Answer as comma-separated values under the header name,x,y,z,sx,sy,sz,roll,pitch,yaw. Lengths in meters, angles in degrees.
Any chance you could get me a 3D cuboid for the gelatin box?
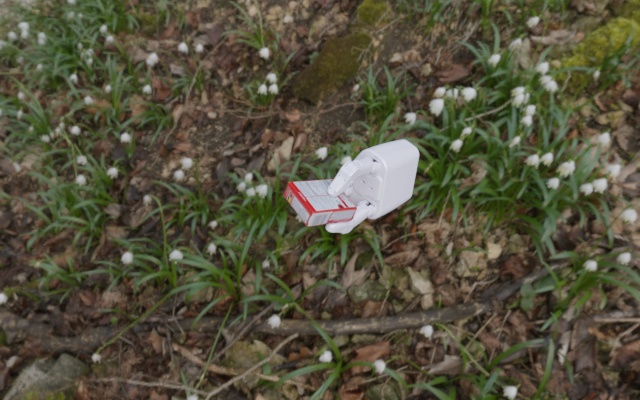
name,x,y,z,sx,sy,sz,roll,pitch,yaw
gelatin box,0.000,0.002,0.720,0.089,0.030,0.073,-5,43,-38
